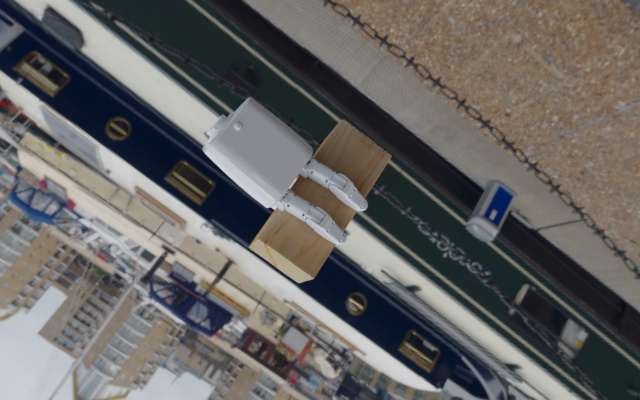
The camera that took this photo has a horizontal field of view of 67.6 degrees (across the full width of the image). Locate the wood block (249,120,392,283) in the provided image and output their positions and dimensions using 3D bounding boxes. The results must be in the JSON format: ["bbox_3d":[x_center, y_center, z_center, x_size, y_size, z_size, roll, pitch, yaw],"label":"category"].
[{"bbox_3d":[0.000,0.002,0.667,0.090,0.206,0.091,36,-20,-6],"label":"wood block"}]
